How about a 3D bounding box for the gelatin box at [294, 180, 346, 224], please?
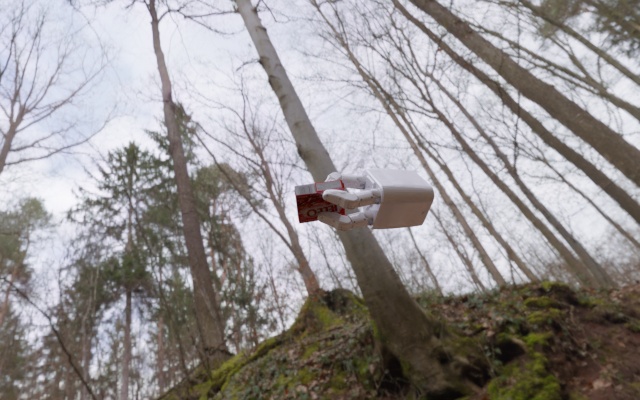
[{"bbox_3d":[0.000,0.003,0.868,0.089,0.073,0.030,-8,45,-4],"label":"gelatin box"}]
